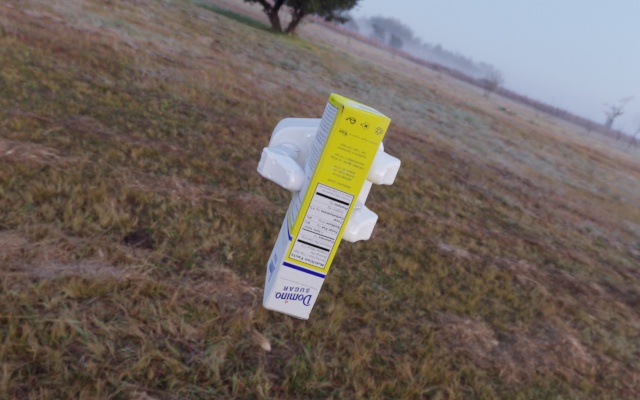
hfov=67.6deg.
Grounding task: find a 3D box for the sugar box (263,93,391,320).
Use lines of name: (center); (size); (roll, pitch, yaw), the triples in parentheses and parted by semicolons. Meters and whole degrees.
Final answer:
sugar box: (0.001, 0.001, 0.409); (0.048, 0.176, 0.093); (17, 15, -8)
